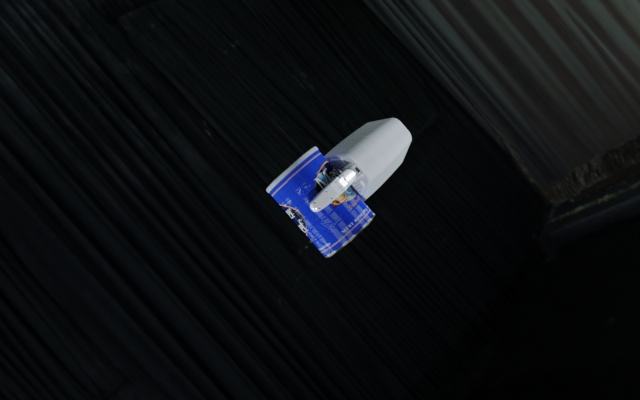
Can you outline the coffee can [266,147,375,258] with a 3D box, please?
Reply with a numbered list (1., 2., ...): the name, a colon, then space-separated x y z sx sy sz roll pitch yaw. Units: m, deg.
1. coffee can: 0.000 0.002 0.738 0.103 0.140 0.103 -41 2 1
